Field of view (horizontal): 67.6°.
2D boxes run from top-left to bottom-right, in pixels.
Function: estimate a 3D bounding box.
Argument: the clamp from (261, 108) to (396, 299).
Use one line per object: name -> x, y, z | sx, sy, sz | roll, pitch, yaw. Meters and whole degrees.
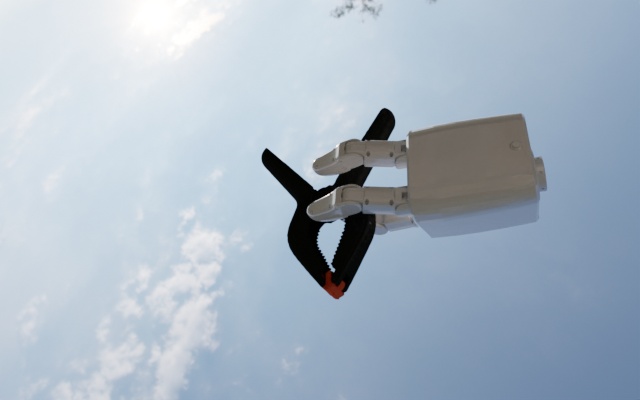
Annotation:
clamp -> 0.001, 0.002, 0.505 | 0.164, 0.209, 0.036 | -11, -35, 24
